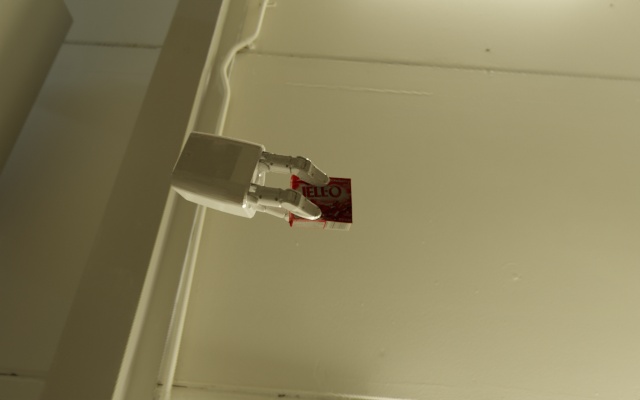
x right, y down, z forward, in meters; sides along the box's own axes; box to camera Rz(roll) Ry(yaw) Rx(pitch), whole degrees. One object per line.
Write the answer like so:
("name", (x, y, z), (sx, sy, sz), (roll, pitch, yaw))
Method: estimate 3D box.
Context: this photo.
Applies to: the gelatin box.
("gelatin box", (0.000, 0.002, 0.685), (0.089, 0.073, 0.030), (4, -28, -8))
